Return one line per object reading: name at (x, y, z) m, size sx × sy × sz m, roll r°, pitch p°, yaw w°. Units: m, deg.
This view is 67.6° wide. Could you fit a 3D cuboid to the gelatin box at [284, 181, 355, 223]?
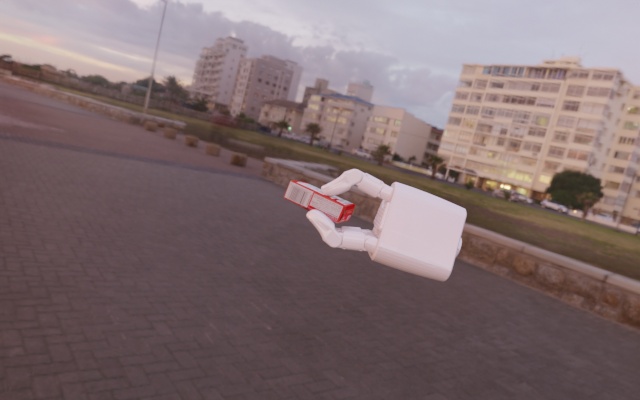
gelatin box at (0.000, 0.002, 0.687) m, size 0.089 × 0.030 × 0.073 m, roll 25°, pitch 6°, yaw 12°
